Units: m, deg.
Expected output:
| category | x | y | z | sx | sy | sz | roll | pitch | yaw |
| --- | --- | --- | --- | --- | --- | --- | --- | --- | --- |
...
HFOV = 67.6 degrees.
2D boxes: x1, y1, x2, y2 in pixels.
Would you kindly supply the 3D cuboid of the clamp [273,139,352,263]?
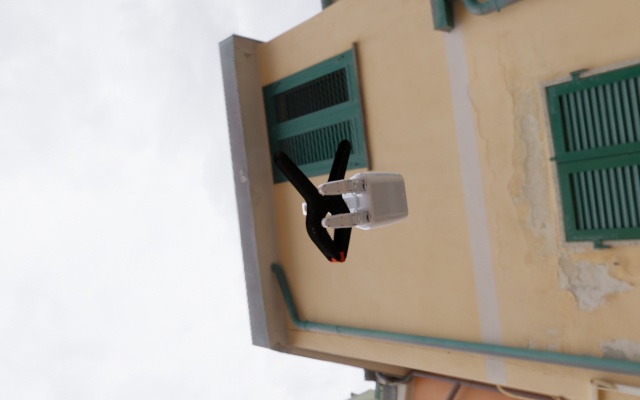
| category | x | y | z | sx | sy | sz | roll | pitch | yaw |
| --- | --- | --- | --- | --- | --- | --- | --- | --- | --- |
| clamp | 0.000 | 0.003 | 0.793 | 0.164 | 0.210 | 0.036 | -7 | -1 | -41 |
